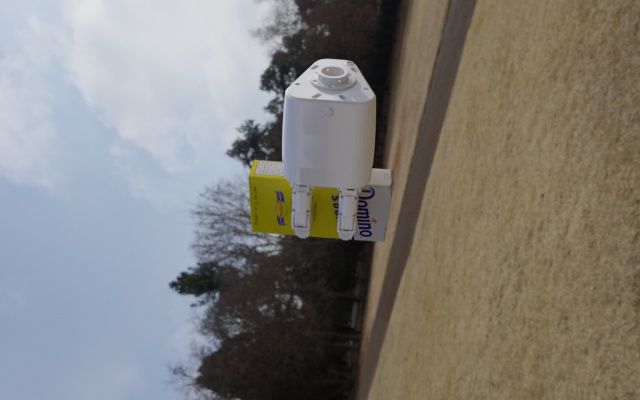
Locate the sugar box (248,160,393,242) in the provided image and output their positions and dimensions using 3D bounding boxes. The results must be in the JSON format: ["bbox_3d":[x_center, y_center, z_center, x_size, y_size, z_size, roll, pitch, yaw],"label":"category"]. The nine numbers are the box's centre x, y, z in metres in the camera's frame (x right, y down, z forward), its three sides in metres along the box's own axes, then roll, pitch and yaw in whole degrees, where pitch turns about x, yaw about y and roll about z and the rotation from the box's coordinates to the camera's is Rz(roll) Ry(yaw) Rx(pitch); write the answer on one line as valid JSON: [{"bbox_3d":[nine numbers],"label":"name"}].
[{"bbox_3d":[0.000,0.002,0.611,0.176,0.093,0.048,5,38,4],"label":"sugar box"}]
